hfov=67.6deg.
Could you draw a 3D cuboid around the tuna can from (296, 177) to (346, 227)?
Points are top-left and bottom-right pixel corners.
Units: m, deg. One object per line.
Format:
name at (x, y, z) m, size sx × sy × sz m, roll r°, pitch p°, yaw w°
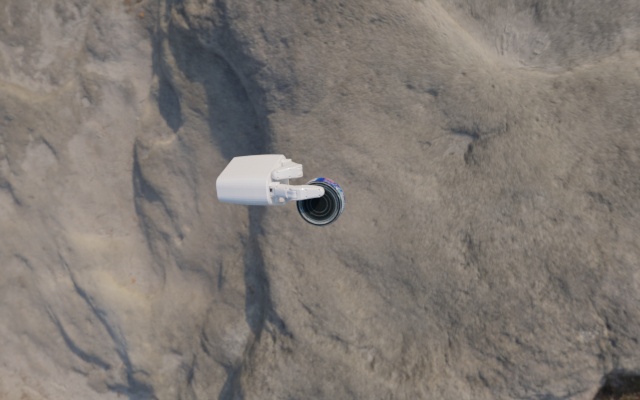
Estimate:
tuna can at (0.000, 0.003, 0.860) m, size 0.086 × 0.086 × 0.033 m, roll 0°, pitch 14°, yaw 14°
